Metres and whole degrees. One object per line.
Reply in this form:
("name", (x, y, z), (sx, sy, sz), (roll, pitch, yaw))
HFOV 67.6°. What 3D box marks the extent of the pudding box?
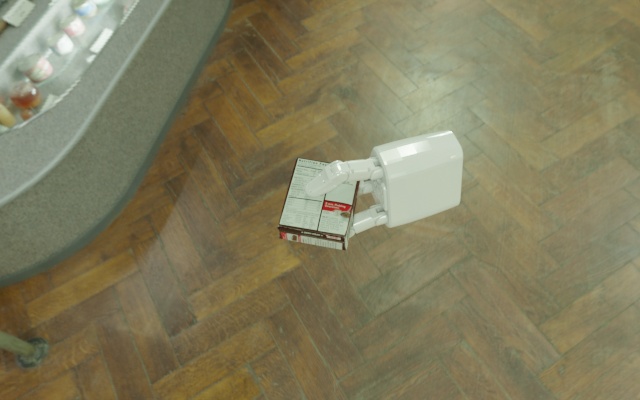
("pudding box", (0.000, 0.002, 0.624), (0.090, 0.113, 0.039), (9, -33, 8))
